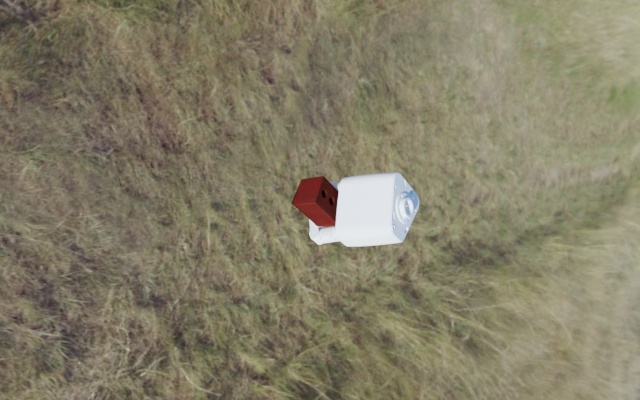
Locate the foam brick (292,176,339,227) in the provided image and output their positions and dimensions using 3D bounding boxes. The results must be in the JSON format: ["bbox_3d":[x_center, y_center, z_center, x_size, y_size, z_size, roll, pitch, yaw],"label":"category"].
[{"bbox_3d":[0.000,0.003,0.810,0.051,0.053,0.078,-6,-36,39],"label":"foam brick"}]
